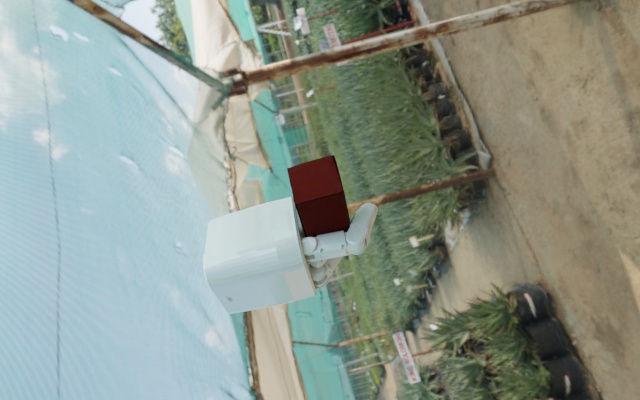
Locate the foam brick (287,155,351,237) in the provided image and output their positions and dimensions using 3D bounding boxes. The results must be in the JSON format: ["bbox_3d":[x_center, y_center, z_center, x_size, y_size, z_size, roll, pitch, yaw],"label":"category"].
[{"bbox_3d":[0.000,0.001,0.504,0.051,0.053,0.078,-14,-40,1],"label":"foam brick"}]
